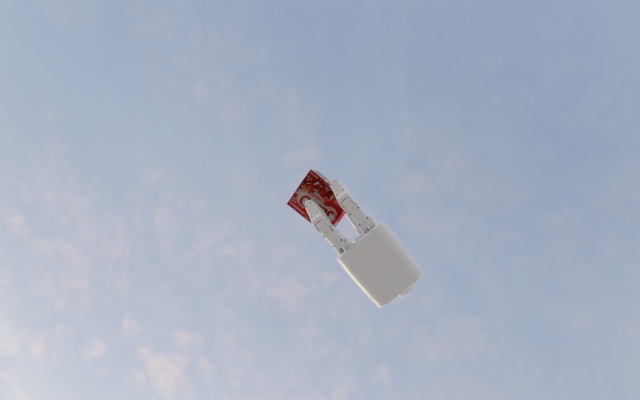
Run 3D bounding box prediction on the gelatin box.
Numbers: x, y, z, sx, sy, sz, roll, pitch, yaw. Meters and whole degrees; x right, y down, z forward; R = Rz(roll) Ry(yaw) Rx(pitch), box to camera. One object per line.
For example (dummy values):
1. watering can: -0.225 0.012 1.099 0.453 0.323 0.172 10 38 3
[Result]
1. gelatin box: 0.000 0.002 0.792 0.089 0.073 0.030 39 15 13
